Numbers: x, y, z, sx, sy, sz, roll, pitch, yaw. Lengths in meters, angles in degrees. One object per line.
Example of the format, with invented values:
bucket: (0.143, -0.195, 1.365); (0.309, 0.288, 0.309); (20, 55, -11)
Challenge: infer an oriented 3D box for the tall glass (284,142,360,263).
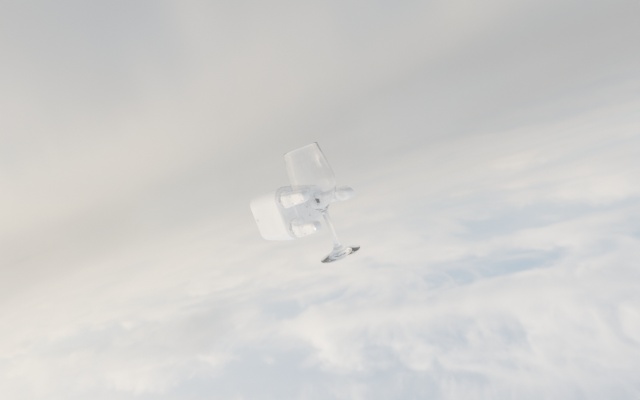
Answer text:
tall glass: (0.001, 0.003, 0.830); (0.079, 0.201, 0.079); (-20, 6, 2)
